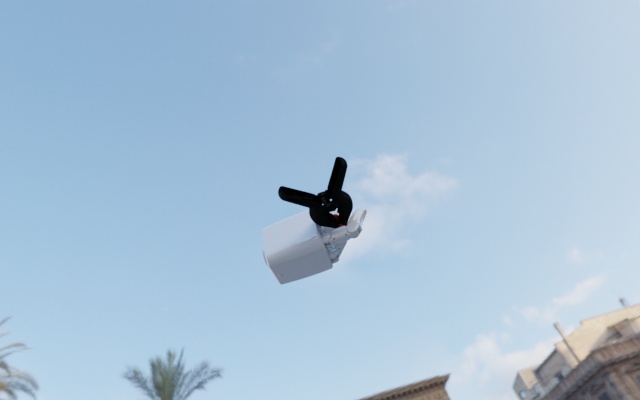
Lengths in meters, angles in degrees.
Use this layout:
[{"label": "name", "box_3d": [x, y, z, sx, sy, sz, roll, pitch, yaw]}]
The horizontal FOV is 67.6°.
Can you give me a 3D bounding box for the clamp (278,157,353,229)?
[{"label": "clamp", "box_3d": [0.000, 0.002, 0.815, 0.120, 0.039, 0.172, -17, -39, 1]}]
